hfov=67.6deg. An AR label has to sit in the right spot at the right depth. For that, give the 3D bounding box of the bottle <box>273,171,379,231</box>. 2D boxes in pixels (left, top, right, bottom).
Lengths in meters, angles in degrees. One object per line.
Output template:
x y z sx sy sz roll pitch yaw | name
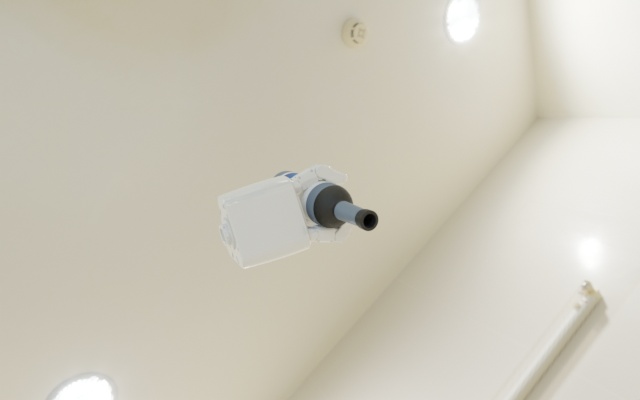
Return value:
0.000 0.002 0.743 0.069 0.069 0.295 0 9 -26 | bottle
